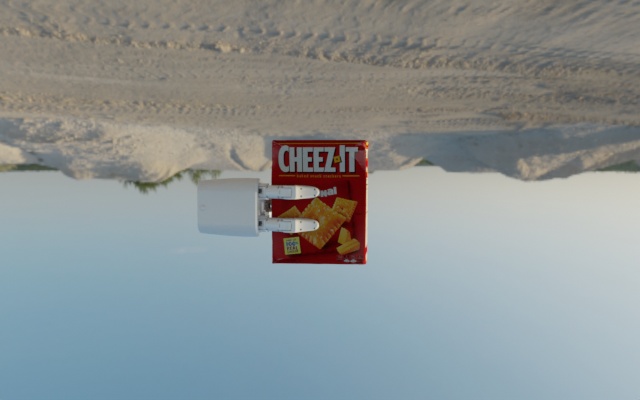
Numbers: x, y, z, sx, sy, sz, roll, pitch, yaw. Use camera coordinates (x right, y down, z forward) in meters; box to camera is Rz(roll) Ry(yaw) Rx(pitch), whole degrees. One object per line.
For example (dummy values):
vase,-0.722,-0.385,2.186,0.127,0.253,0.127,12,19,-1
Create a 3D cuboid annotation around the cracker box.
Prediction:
cracker box,0.000,0.003,0.829,0.164,0.214,0.072,1,4,7
